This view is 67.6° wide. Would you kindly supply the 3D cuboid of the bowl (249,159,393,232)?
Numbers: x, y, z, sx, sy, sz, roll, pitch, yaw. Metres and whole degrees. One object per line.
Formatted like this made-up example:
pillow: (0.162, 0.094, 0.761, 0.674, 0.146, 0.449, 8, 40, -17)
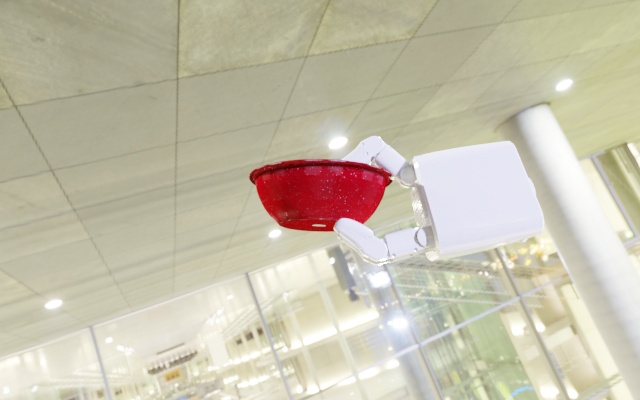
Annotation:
bowl: (-0.001, 0.002, 0.533, 0.162, 0.055, 0.162, 1, -11, 0)
